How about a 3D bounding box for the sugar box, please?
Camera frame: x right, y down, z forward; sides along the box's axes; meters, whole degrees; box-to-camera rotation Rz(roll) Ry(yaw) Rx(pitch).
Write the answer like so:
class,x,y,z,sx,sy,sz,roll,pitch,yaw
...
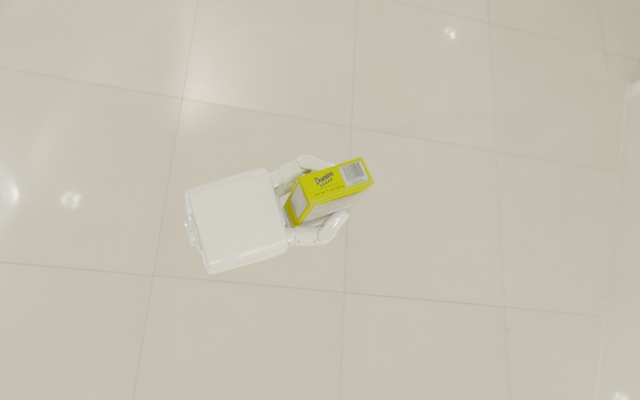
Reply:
class,x,y,z,sx,sy,sz,roll,pitch,yaw
sugar box,0.000,0.002,0.666,0.093,0.048,0.176,-18,-11,-20
